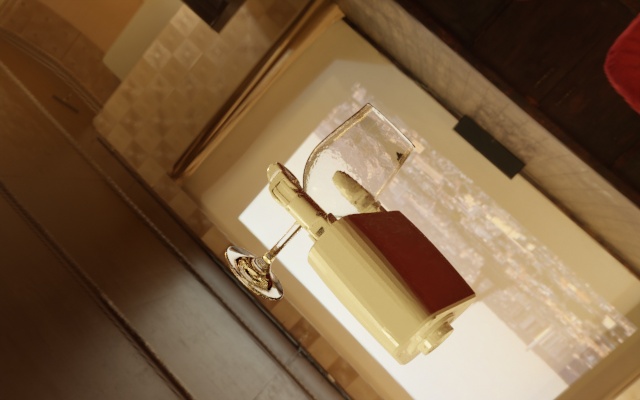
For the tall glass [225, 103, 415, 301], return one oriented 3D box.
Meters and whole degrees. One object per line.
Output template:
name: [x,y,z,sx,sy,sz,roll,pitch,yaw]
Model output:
tall glass: [-0.001,0.002,0.463,0.079,0.201,0.079,41,10,-9]
